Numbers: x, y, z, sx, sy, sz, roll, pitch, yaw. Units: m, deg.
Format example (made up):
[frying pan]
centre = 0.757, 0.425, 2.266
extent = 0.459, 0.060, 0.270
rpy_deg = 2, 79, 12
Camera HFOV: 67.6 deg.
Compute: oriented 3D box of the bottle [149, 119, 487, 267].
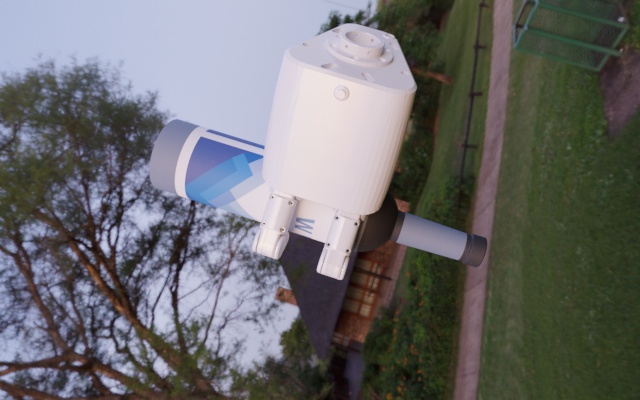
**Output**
[bottle]
centre = 0.000, 0.001, 0.426
extent = 0.295, 0.069, 0.069
rpy_deg = 17, 1, 4
